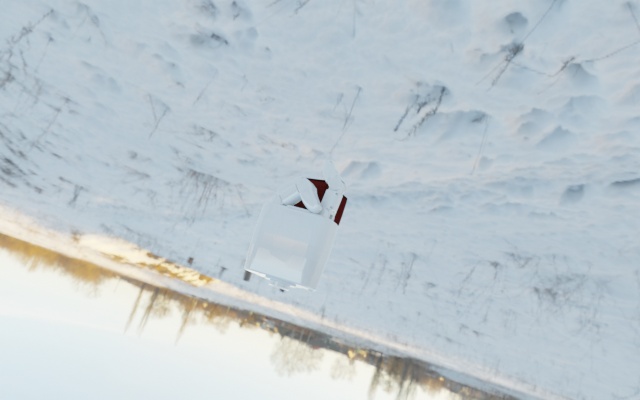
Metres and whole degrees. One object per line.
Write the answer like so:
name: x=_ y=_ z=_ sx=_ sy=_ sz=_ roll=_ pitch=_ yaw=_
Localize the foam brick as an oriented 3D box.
foam brick: x=0.000 y=0.003 z=0.778 sx=0.053 sy=0.051 sz=0.078 roll=8 pitch=-17 yaw=31
